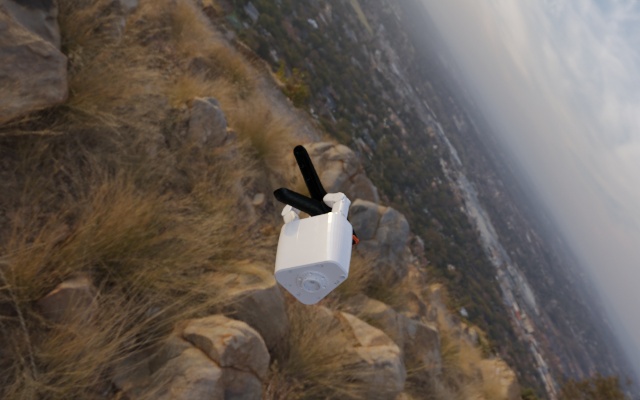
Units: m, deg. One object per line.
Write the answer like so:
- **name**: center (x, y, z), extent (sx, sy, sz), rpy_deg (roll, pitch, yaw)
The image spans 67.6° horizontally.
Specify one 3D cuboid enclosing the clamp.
- **clamp**: center (0.001, 0.003, 0.878), extent (0.036, 0.164, 0.210), rpy_deg (-27, -58, 28)
